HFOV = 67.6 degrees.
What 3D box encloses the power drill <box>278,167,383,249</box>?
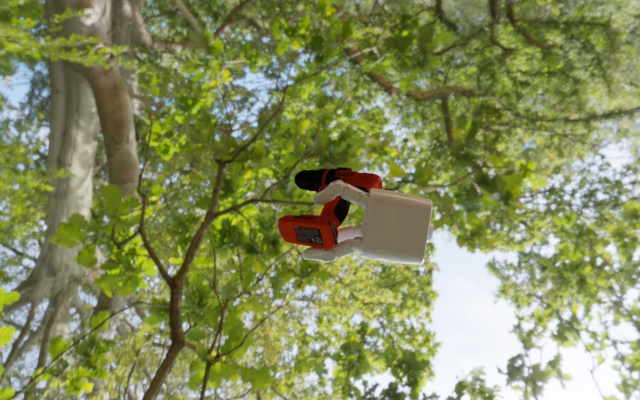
[{"bbox_3d":[0.000,0.003,0.872,0.184,0.057,0.187,5,38,30],"label":"power drill"}]
